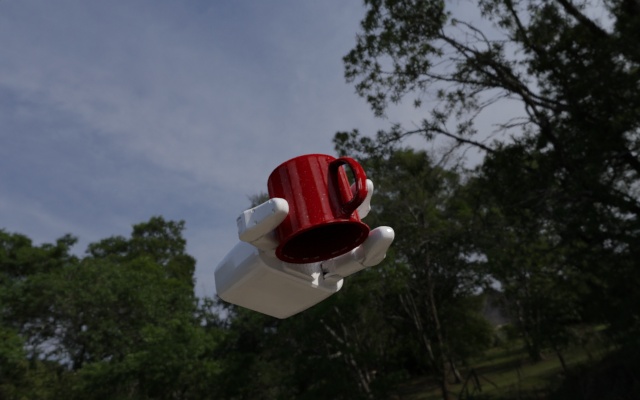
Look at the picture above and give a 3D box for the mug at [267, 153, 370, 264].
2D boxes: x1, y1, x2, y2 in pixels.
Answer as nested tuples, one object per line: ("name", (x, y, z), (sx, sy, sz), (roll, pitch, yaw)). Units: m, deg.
("mug", (0.001, 0.001, 0.467), (0.093, 0.081, 0.117), (8, -35, -39))
